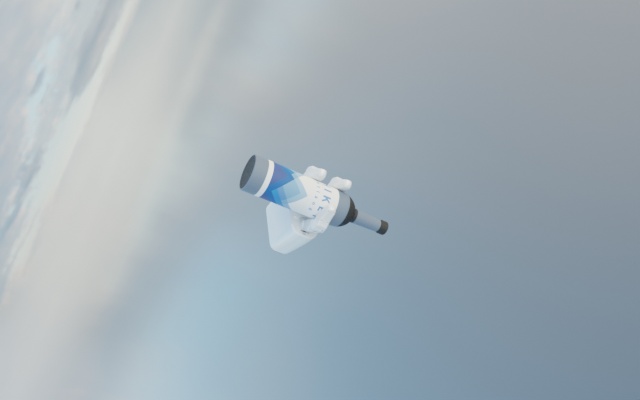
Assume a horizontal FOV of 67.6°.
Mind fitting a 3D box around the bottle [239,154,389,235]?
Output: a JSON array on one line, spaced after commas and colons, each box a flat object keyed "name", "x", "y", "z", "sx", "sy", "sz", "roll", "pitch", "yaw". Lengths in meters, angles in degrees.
[{"name": "bottle", "x": 0.000, "y": 0.003, "z": 0.874, "sx": 0.296, "sy": 0.069, "sz": 0.069, "roll": 23, "pitch": -9, "yaw": -23}]
